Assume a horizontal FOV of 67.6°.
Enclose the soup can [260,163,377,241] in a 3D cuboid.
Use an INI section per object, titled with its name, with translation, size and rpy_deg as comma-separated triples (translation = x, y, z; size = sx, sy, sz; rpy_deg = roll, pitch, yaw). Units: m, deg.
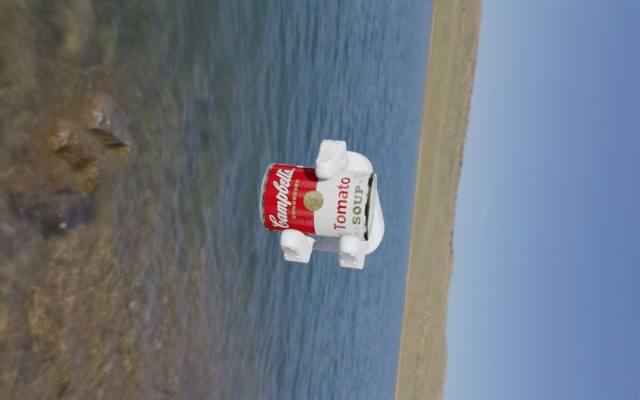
[soup can]
translation = 0.000, 0.001, 0.463
size = 0.102, 0.068, 0.068
rpy_deg = 6, 1, 11
